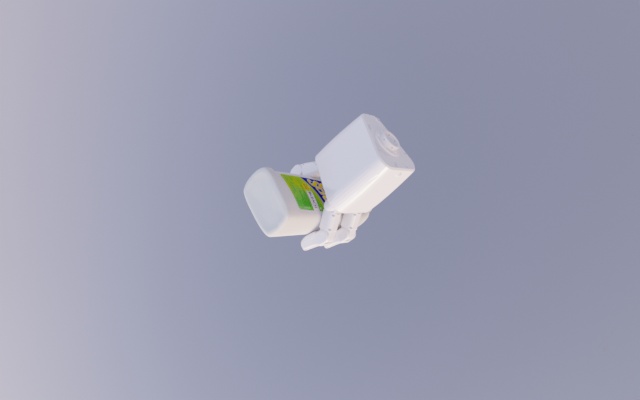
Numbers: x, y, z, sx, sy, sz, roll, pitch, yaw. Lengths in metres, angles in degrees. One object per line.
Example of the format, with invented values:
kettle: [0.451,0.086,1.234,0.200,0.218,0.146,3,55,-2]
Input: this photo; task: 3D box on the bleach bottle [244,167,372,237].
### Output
bleach bottle: [0.000,0.003,0.778,0.251,0.102,0.068,-1,-35,-51]
